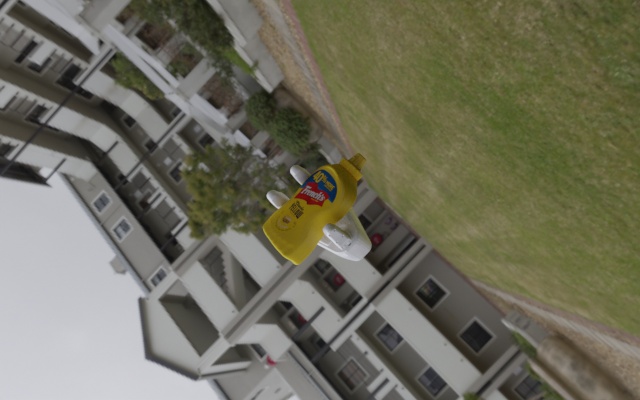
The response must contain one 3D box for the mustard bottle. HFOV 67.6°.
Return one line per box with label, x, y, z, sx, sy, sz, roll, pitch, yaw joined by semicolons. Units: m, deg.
mustard bottle;0.000;0.002;0.740;0.058;0.191;0.096;41;3;-41
